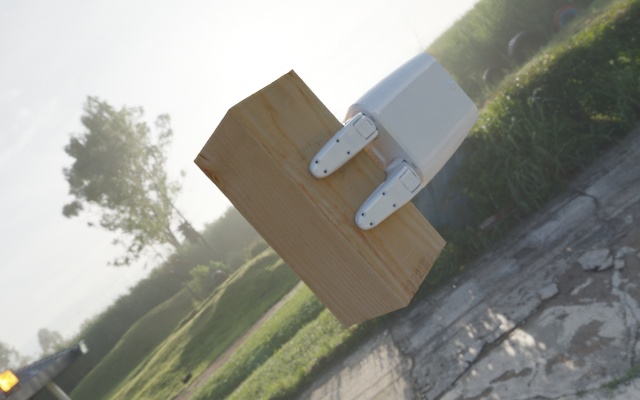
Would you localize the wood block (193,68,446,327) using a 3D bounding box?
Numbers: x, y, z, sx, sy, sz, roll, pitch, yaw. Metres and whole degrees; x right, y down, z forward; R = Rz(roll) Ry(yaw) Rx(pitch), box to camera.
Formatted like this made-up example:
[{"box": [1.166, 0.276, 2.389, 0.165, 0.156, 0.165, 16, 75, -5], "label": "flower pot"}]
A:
[{"box": [0.000, 0.001, 0.428, 0.090, 0.206, 0.091, -45, 5, -40], "label": "wood block"}]
